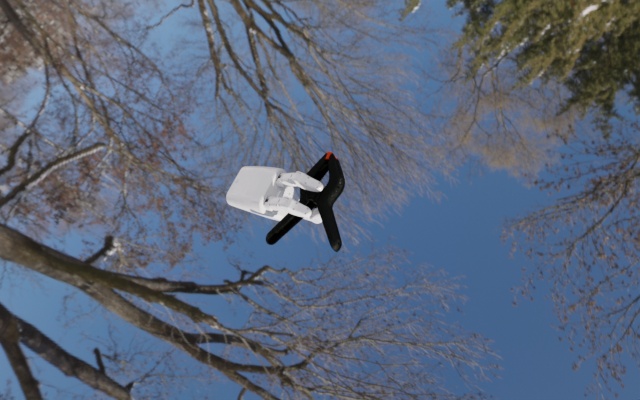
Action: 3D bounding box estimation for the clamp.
[{"bbox_3d":[0.001,0.003,0.896,0.164,0.210,0.036,10,-24,37],"label":"clamp"}]
